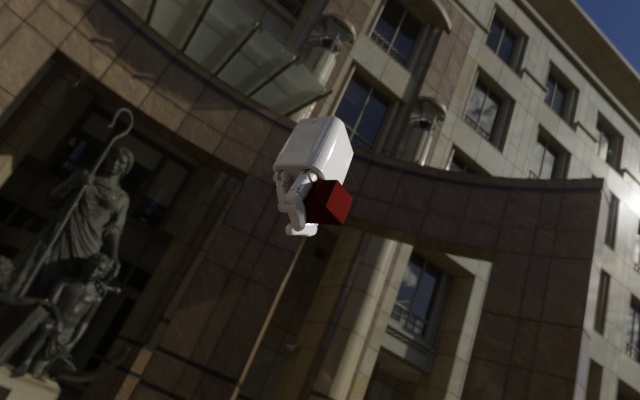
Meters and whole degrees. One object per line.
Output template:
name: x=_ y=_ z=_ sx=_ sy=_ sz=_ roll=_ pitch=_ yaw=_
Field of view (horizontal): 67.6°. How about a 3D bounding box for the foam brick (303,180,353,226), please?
foam brick: x=0.000 y=0.003 z=0.736 sx=0.078 sy=0.051 sz=0.053 roll=2 pitch=-35 yaw=39
